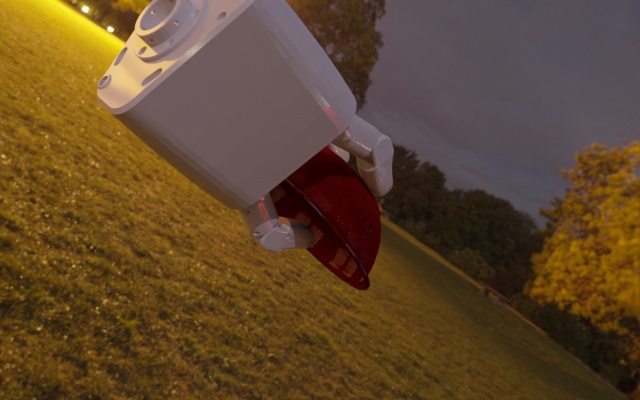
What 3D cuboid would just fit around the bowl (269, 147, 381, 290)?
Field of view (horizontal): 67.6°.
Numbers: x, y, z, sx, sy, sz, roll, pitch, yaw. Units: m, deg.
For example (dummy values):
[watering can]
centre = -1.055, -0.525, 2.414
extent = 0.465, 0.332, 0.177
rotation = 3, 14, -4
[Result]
[bowl]
centre = 0.001, 0.002, 0.416
extent = 0.055, 0.162, 0.162
rotation = -43, 13, -14
